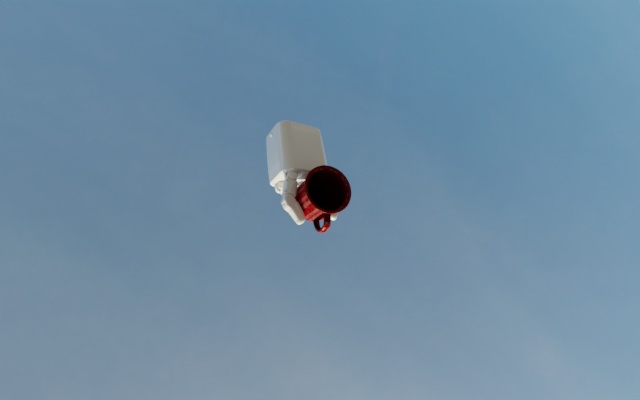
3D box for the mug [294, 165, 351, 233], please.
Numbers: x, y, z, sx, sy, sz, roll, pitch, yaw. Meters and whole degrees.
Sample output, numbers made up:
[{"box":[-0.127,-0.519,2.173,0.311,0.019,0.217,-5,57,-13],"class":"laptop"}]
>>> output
[{"box":[0.000,0.004,0.894,0.093,0.117,0.081,1,-18,-25],"class":"mug"}]
